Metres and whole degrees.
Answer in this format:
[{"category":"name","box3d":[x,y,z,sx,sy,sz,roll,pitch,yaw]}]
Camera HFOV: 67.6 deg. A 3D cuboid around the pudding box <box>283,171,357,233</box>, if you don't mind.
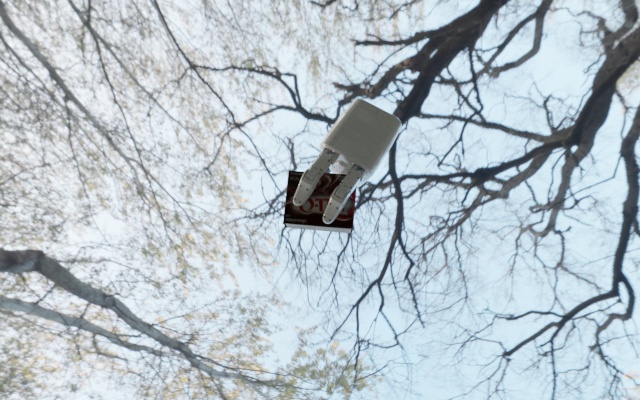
[{"category":"pudding box","box3d":[0.000,0.003,0.769,0.113,0.090,0.039,3,-18,5]}]
